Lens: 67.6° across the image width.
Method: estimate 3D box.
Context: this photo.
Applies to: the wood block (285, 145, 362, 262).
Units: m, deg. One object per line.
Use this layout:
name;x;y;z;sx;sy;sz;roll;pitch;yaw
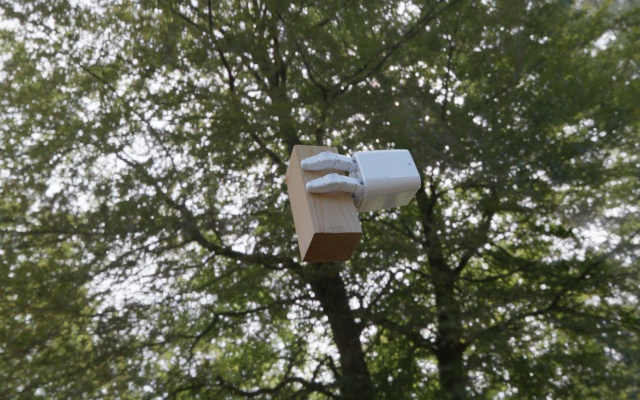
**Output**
wood block;0.000;0.003;0.883;0.090;0.206;0.091;1;-40;-18
